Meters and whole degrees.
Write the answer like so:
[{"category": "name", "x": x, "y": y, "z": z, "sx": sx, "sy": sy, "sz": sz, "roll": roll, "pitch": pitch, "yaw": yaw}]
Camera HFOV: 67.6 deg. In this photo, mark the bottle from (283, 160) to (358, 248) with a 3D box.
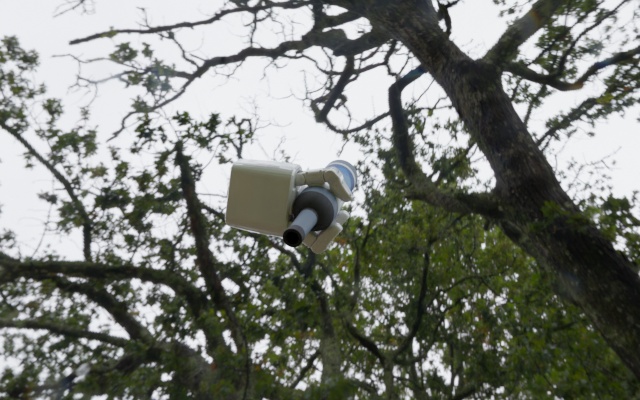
[{"category": "bottle", "x": 0.000, "y": 0.002, "z": 0.762, "sx": 0.069, "sy": 0.069, "sz": 0.295, "roll": 0, "pitch": 19, "yaw": 16}]
